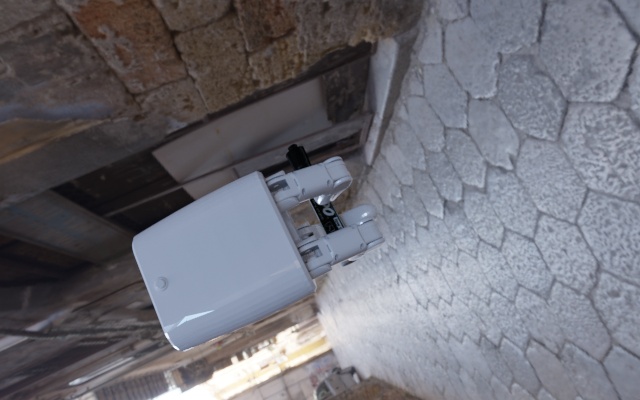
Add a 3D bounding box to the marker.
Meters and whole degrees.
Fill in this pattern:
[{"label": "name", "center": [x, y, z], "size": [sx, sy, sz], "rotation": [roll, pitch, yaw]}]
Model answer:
[{"label": "marker", "center": [0.000, 0.001, 0.427], "size": [0.020, 0.121, 0.020], "rotation": [-25, -15, -7]}]
